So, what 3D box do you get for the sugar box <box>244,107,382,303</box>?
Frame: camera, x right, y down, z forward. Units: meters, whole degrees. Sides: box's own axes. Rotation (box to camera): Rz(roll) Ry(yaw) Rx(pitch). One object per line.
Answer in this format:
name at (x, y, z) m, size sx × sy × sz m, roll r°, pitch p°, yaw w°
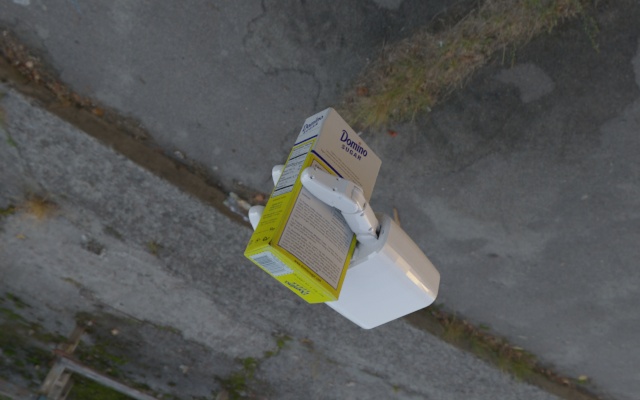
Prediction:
sugar box at (0.000, 0.002, 0.477) m, size 0.048 × 0.176 × 0.093 m, roll -18°, pitch -51°, yaw 41°
